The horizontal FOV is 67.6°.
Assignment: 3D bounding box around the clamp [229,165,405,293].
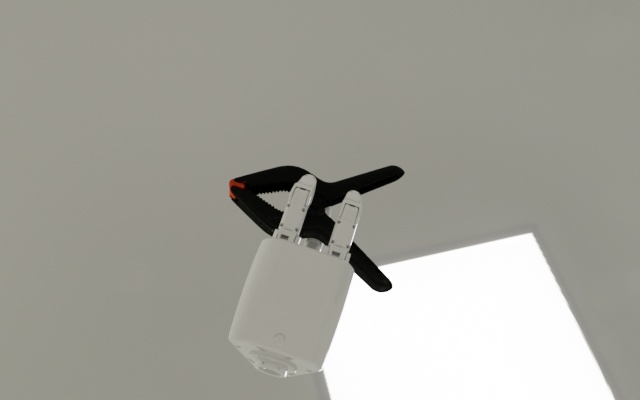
[{"bbox_3d":[-0.001,0.002,0.560,0.210,0.164,0.036,19,-31,1],"label":"clamp"}]
